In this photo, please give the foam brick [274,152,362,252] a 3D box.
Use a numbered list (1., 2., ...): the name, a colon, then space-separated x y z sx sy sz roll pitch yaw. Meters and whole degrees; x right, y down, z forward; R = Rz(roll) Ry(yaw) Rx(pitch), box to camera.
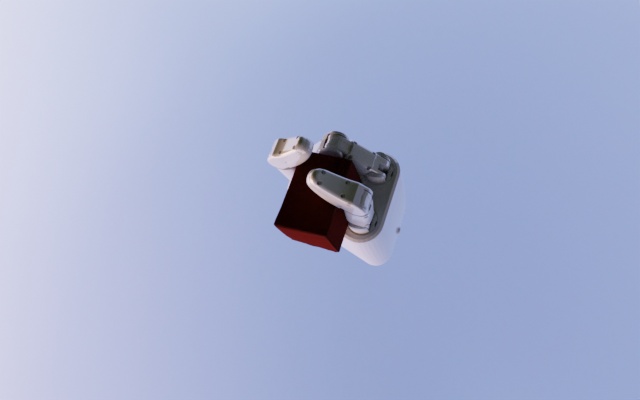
1. foam brick: 0.000 0.002 0.445 0.053 0.078 0.051 14 -18 20
